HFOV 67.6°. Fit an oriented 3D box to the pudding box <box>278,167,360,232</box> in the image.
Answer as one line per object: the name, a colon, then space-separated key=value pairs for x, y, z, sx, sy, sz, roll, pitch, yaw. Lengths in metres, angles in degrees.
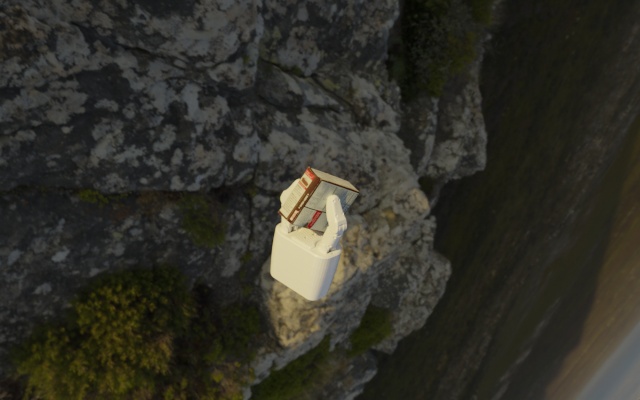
pudding box: x=0.000 y=0.003 z=0.765 sx=0.039 sy=0.090 sz=0.113 roll=43 pitch=16 yaw=33
